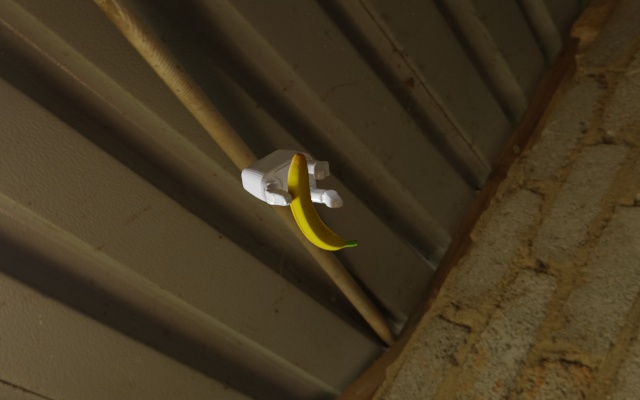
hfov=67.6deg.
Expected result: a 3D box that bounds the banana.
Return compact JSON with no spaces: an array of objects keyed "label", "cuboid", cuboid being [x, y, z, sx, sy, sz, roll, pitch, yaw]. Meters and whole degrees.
[{"label":"banana","cuboid":[-0.013,0.016,0.798,0.069,0.198,0.037,-38,26,-13]}]
